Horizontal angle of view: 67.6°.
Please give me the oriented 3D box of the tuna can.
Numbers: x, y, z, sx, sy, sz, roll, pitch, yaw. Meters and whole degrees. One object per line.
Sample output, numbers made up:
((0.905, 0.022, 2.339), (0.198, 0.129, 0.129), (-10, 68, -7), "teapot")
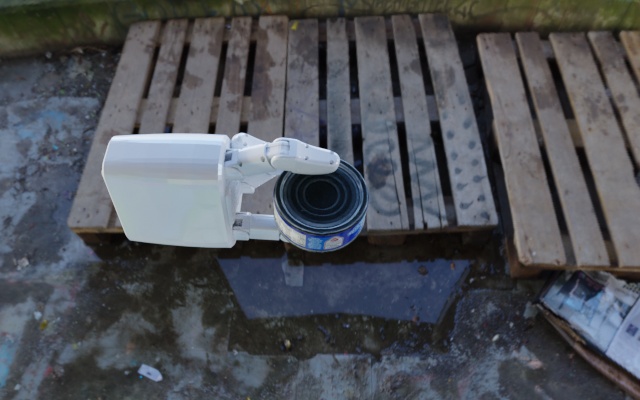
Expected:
((0.000, 0.001, 0.430), (0.086, 0.086, 0.034), (0, -32, -4), "tuna can")
